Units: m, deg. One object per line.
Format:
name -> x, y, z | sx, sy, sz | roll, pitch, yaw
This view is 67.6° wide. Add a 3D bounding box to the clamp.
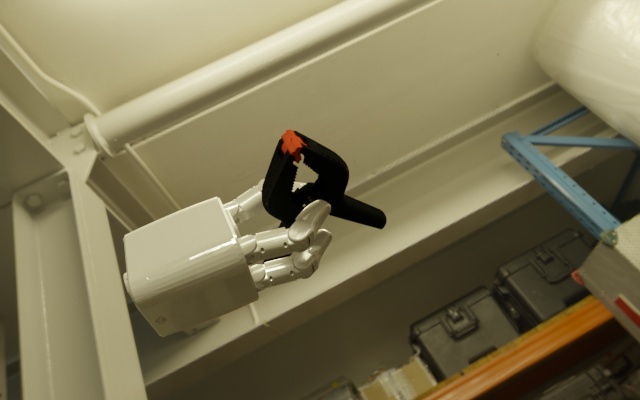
clamp -> -0.001, 0.001, 0.518 | 0.164, 0.036, 0.210 | -22, -37, -12
